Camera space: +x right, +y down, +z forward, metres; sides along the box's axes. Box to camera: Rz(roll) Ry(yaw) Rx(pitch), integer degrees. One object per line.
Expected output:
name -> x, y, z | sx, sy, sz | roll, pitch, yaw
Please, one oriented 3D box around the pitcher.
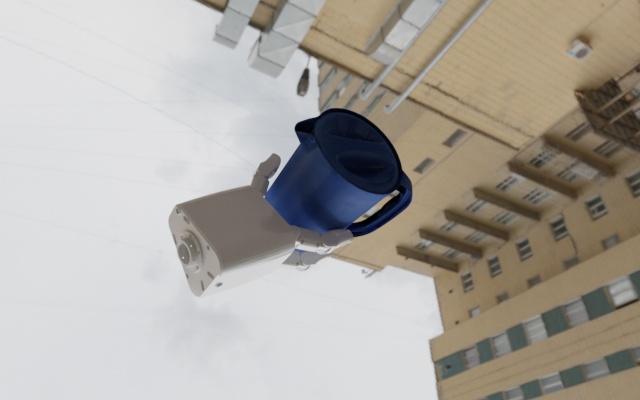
pitcher -> 0.000, 0.002, 0.670 | 0.145, 0.149, 0.243 | -19, -20, -44
